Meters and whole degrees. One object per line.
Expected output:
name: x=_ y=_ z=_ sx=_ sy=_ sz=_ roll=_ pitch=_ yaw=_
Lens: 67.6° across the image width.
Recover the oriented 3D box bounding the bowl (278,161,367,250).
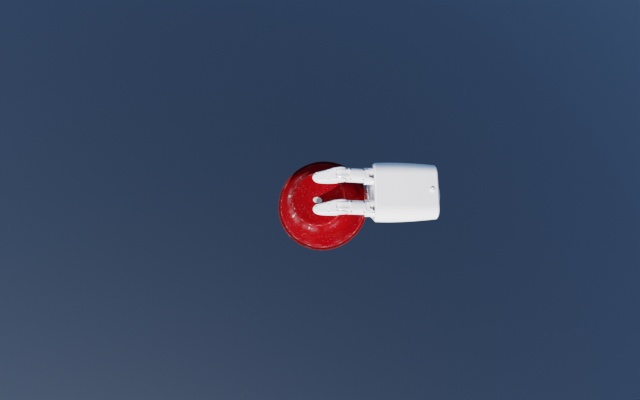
bowl: x=-0.001 y=0.003 z=0.829 sx=0.162 sy=0.162 sz=0.055 roll=0 pitch=-12 yaw=8
